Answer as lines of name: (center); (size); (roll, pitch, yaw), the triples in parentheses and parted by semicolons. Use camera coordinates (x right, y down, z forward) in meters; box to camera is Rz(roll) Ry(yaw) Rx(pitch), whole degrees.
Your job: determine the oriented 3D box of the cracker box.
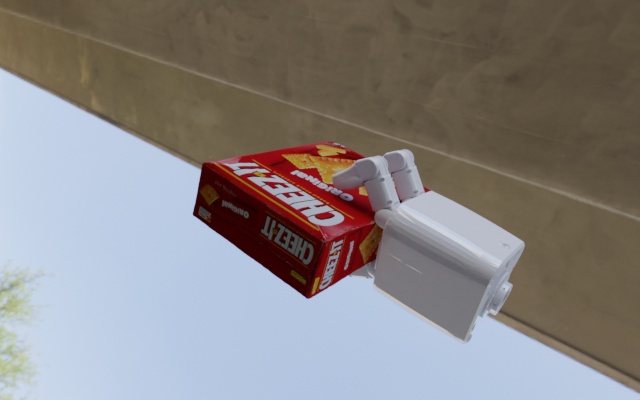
cracker box: (0.000, 0.002, 0.522); (0.164, 0.072, 0.213); (30, 28, 29)
